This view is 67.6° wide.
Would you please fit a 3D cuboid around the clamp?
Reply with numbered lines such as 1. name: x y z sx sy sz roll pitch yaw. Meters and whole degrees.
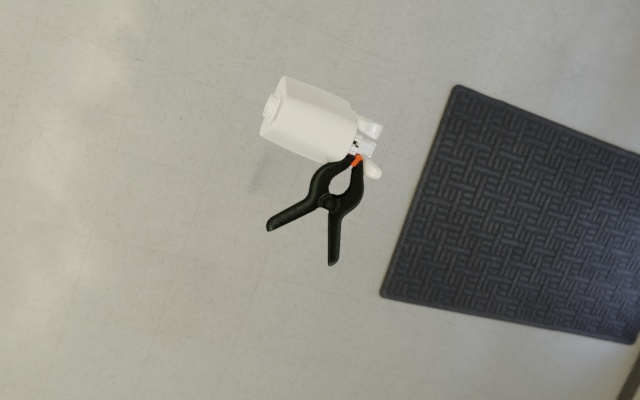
1. clamp: 0.000 0.002 0.691 0.120 0.171 0.039 21 9 -16
